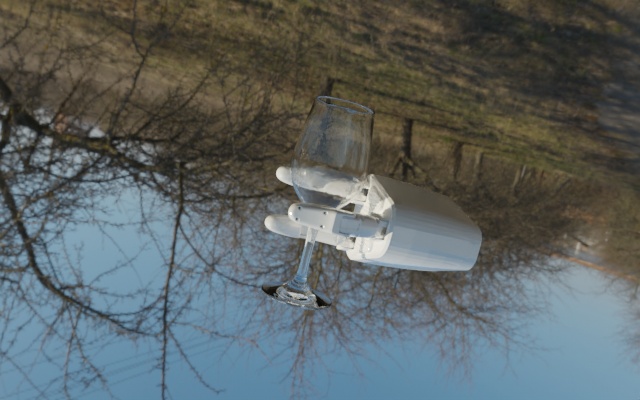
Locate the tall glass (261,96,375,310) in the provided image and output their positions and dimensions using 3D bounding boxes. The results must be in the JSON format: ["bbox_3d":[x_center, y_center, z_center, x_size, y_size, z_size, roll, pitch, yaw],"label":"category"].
[{"bbox_3d":[0.000,0.002,0.479,0.079,0.201,0.079,14,5,-1],"label":"tall glass"}]
